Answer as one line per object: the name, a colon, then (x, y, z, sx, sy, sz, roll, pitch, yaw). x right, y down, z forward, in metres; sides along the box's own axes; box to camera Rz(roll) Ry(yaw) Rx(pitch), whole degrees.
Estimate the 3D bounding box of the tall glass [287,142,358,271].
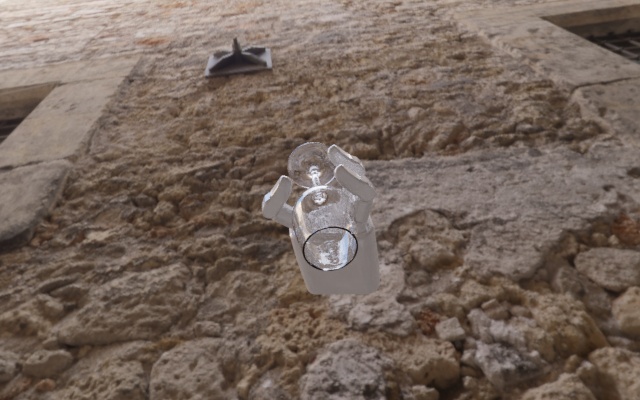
tall glass: (0.000, 0.002, 0.607, 0.079, 0.079, 0.201, 0, 31, -7)
